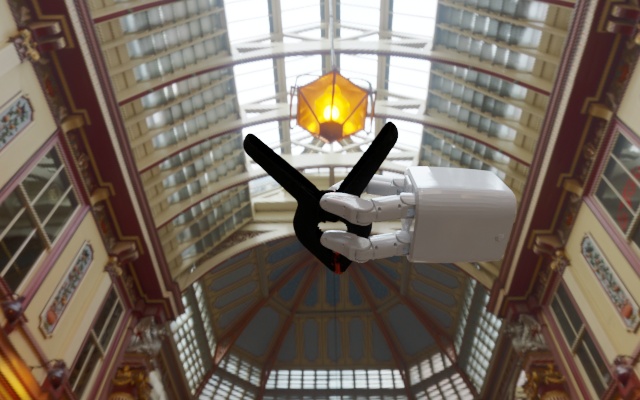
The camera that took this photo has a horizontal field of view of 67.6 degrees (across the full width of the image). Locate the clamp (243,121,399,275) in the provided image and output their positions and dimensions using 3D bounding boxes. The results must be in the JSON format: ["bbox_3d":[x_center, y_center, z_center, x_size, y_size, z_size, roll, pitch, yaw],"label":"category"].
[{"bbox_3d":[0.000,0.002,0.556,0.164,0.210,0.036,3,37,4],"label":"clamp"}]
